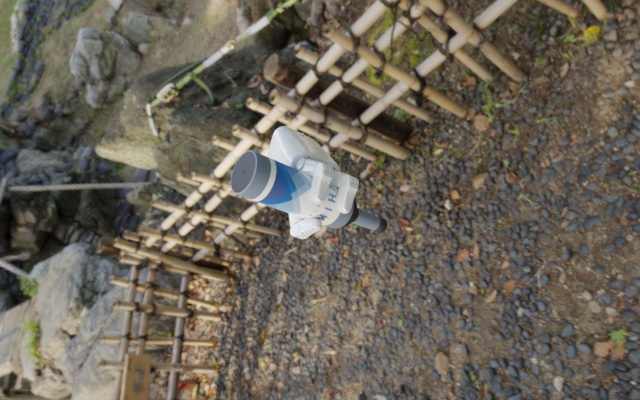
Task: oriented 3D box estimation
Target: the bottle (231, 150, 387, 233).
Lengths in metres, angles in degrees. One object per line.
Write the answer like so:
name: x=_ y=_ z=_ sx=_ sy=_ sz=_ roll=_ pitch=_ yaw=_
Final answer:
bottle: x=0.000 y=0.002 z=0.762 sx=0.296 sy=0.069 sz=0.069 roll=21 pitch=-13 yaw=-37
